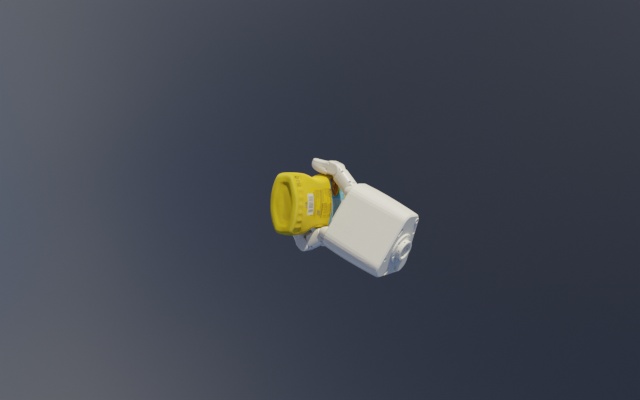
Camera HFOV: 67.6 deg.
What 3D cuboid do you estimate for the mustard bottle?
[{"bbox_3d":[0.000,0.003,0.796,0.058,0.096,0.191,2,3,37],"label":"mustard bottle"}]
